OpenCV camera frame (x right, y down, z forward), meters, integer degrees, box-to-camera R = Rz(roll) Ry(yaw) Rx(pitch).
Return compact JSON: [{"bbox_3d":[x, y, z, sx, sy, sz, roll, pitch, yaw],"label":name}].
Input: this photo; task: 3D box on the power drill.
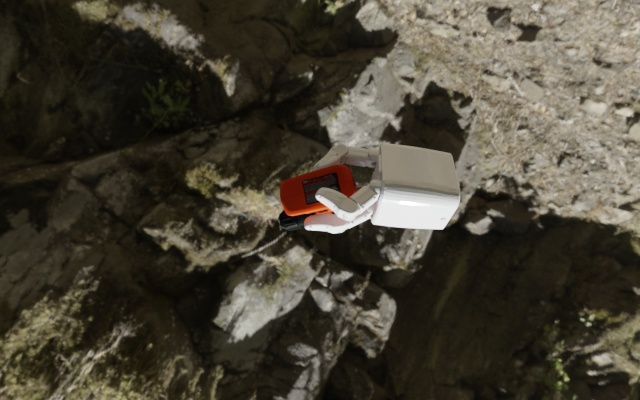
[{"bbox_3d":[0.000,0.002,0.742,0.184,0.057,0.188,-17,-11,11],"label":"power drill"}]
